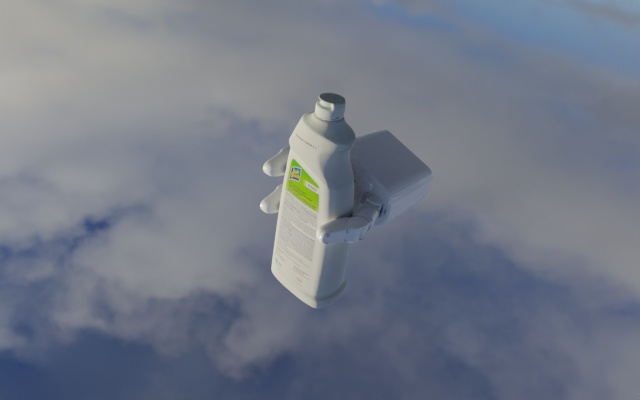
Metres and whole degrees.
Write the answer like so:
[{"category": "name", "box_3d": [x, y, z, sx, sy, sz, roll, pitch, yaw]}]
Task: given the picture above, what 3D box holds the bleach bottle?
[{"category": "bleach bottle", "box_3d": [0.000, 0.002, 0.555, 0.102, 0.251, 0.068, 33, 40, 30]}]
